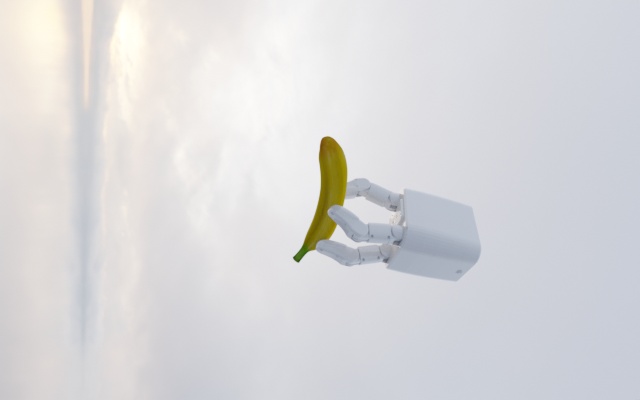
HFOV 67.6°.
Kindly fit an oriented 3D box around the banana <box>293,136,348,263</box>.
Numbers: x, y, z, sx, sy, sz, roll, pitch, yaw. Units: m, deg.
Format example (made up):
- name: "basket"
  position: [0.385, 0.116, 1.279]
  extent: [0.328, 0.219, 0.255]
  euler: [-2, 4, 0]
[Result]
- name: "banana"
  position: [0.008, -0.002, 0.639]
  extent: [0.037, 0.198, 0.069]
  euler: [25, 34, 19]
